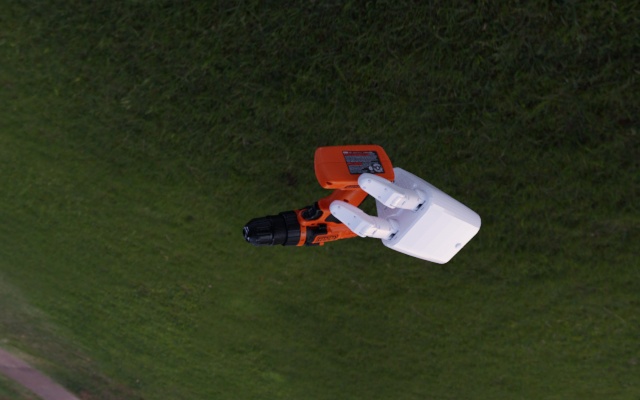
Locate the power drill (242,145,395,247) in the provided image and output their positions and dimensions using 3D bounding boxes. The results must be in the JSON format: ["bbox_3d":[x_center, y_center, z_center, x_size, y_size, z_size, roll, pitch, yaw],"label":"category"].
[{"bbox_3d":[0.001,0.002,0.639,0.184,0.057,0.188,-7,-27,-26],"label":"power drill"}]
